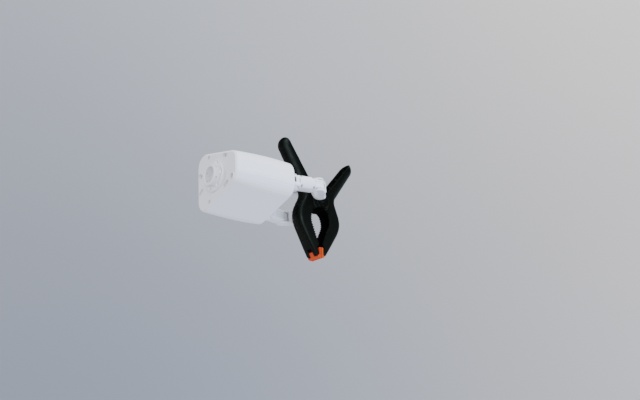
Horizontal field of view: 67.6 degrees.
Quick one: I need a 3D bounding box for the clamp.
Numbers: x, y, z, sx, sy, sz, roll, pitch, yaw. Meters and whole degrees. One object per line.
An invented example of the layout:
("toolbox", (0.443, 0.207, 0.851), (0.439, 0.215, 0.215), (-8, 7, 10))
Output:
("clamp", (0.001, 0.003, 0.832), (0.164, 0.210, 0.036), (12, -26, -40))
